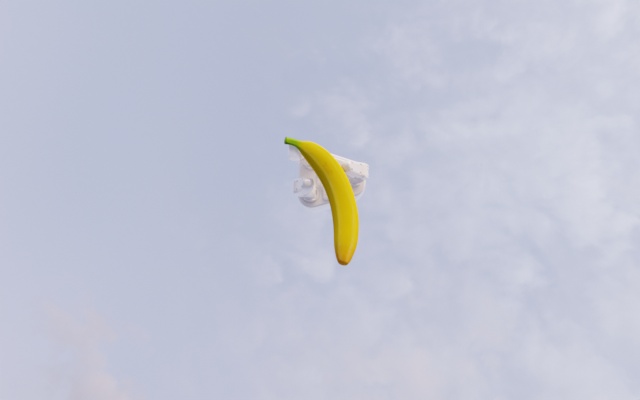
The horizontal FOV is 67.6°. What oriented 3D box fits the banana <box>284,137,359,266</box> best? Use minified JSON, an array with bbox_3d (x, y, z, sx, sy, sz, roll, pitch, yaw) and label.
[{"bbox_3d":[0.015,-0.007,0.672,0.069,0.197,0.037,-21,-14,-21],"label":"banana"}]
